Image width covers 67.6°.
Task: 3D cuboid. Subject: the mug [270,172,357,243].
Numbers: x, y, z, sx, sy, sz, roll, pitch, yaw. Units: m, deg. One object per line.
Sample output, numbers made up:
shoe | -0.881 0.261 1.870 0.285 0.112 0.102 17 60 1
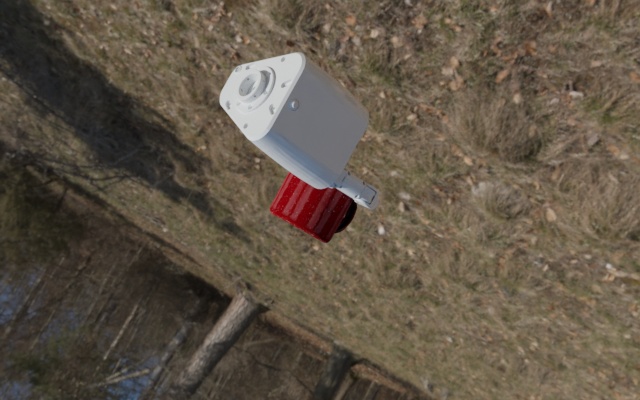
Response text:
mug | 0.001 0.003 0.573 0.093 0.081 0.117 25 -6 45
